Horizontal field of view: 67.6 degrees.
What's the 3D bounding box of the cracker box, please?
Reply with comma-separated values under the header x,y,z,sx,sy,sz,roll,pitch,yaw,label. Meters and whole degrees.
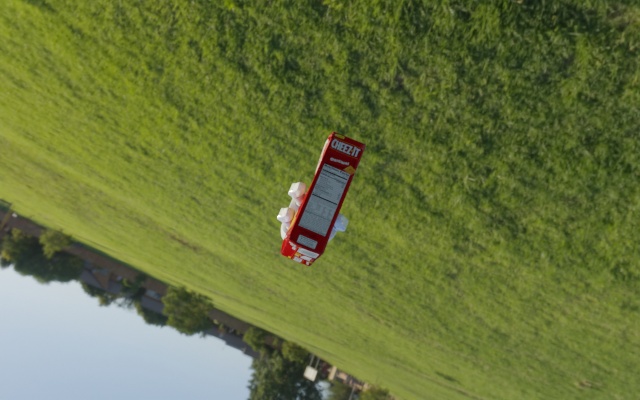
x,y,z,sx,sy,sz,roll,pitch,yaw,label
0.000,0.003,0.877,0.072,0.213,0.164,23,-16,-2,cracker box
